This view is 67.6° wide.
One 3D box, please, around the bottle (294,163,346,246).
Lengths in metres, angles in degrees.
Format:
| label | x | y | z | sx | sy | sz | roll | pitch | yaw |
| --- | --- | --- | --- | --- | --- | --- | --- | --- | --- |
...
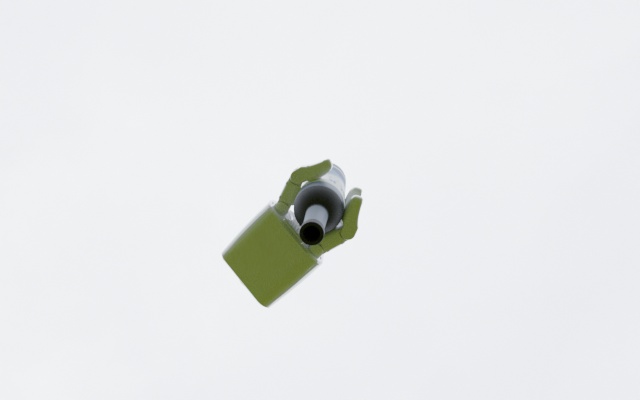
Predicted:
| label | x | y | z | sx | sy | sz | roll | pitch | yaw |
| --- | --- | --- | --- | --- | --- | --- | --- | --- | --- |
| bottle | 0.000 | 0.002 | 0.662 | 0.069 | 0.069 | 0.295 | 0 | 14 | 4 |
